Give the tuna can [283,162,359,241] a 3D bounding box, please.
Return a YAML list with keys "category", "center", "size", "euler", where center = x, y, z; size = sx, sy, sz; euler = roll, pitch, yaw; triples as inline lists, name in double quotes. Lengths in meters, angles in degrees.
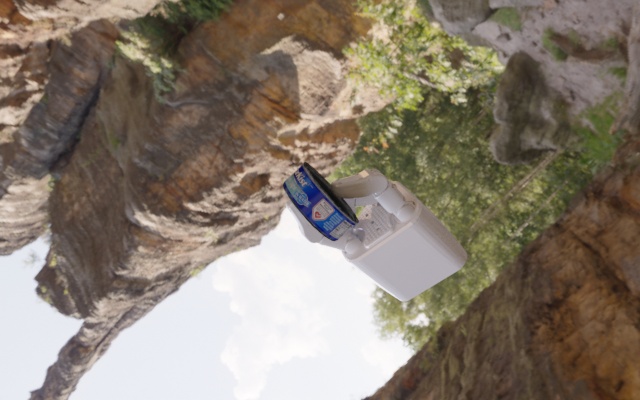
- category: "tuna can"
  center: [0.000, 0.002, 0.505]
  size: [0.034, 0.086, 0.086]
  euler: [-42, -7, 8]
